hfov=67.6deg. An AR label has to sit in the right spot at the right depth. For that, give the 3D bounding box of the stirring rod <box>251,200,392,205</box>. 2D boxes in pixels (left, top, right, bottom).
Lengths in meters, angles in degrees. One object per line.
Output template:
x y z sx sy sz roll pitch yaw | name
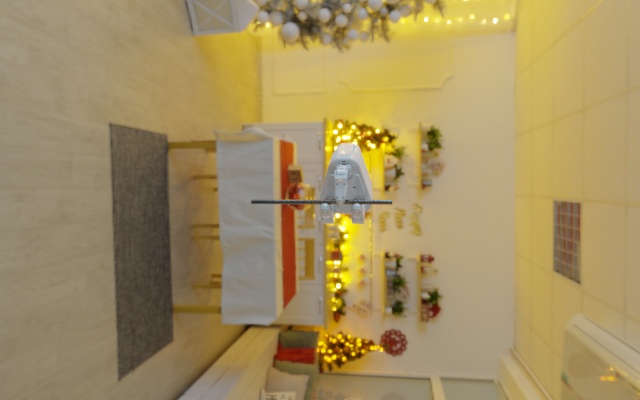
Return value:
0.000 0.003 0.809 0.239 0.011 0.011 0 0 8 | stirring rod
